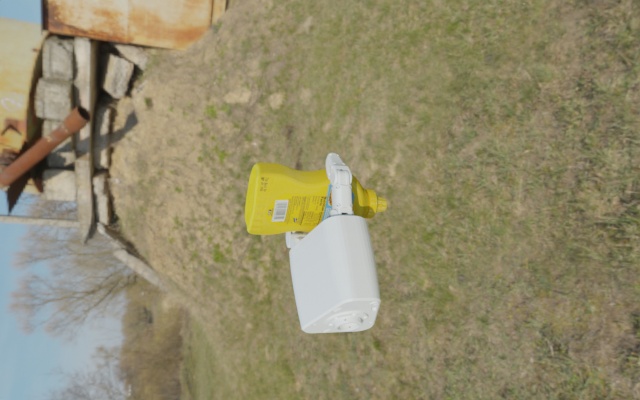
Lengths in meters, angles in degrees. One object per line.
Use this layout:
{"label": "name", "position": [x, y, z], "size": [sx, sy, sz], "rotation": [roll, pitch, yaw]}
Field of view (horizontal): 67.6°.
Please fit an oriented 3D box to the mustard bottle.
{"label": "mustard bottle", "position": [0.000, 0.002, 0.639], "size": [0.191, 0.096, 0.058], "rotation": [3, 32, -19]}
